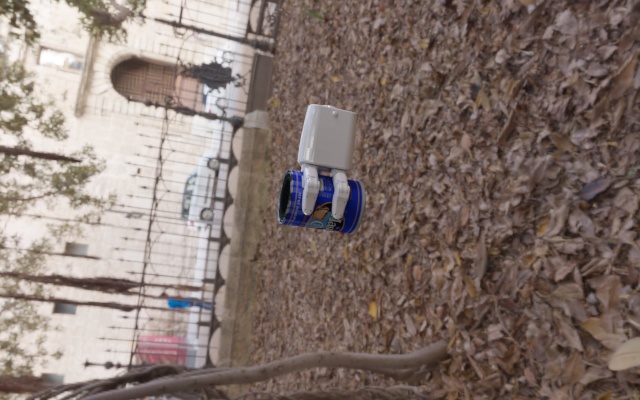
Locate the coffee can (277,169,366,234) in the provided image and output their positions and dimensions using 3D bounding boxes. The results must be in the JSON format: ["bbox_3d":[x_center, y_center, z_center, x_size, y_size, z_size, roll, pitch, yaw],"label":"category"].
[{"bbox_3d":[0.000,0.003,0.885,0.140,0.103,0.103,9,-2,-15],"label":"coffee can"}]
